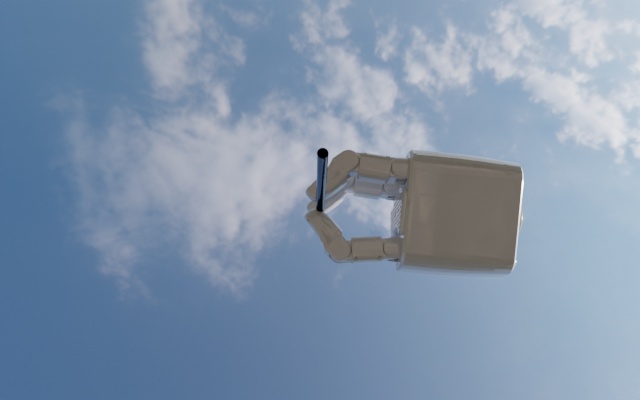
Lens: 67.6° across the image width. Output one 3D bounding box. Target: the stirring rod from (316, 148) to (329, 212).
[{"bbox_3d":[0.000,0.001,0.441,0.011,0.011,0.239,0,-16,-1],"label":"stirring rod"}]
